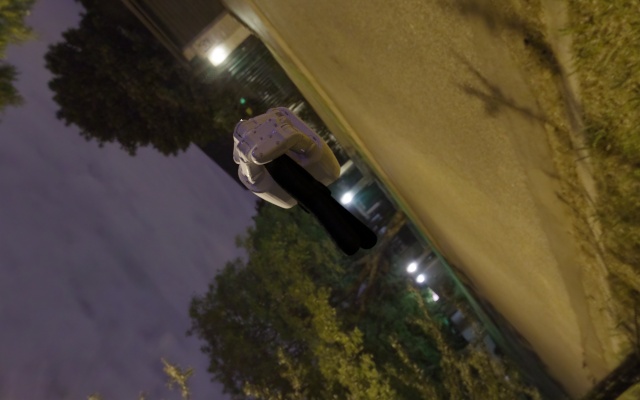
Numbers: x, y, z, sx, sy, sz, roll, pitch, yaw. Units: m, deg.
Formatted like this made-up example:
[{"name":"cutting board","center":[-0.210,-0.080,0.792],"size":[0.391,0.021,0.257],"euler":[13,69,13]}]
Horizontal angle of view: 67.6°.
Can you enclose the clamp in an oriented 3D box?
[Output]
[{"name":"clamp","center":[0.000,0.002,0.559],"size":[0.039,0.171,0.120],"euler":[-44,-21,5]}]
